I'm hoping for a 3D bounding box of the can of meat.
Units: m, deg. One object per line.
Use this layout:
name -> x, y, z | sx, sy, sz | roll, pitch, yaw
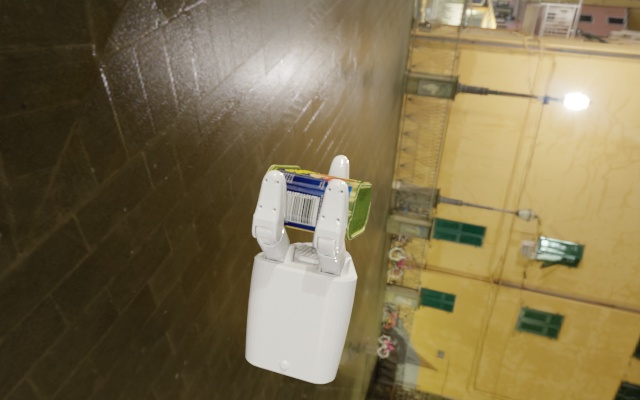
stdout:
can of meat -> 0.000, 0.001, 0.458 | 0.084, 0.057, 0.102 | 12, 6, 14
